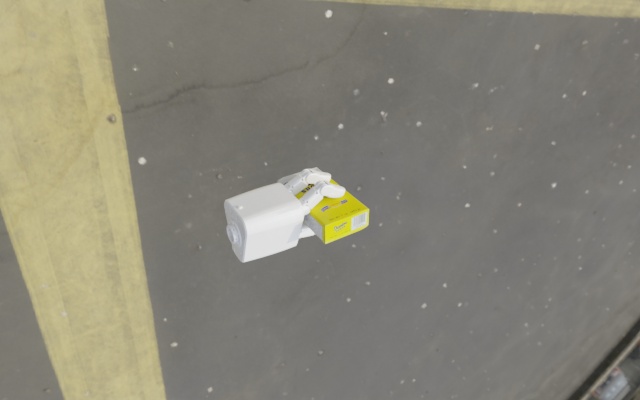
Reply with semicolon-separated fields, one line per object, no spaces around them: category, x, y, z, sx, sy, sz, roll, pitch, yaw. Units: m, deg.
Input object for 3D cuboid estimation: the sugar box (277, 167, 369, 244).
sugar box;0.000;0.002;0.866;0.093;0.048;0.176;-19;40;-26
